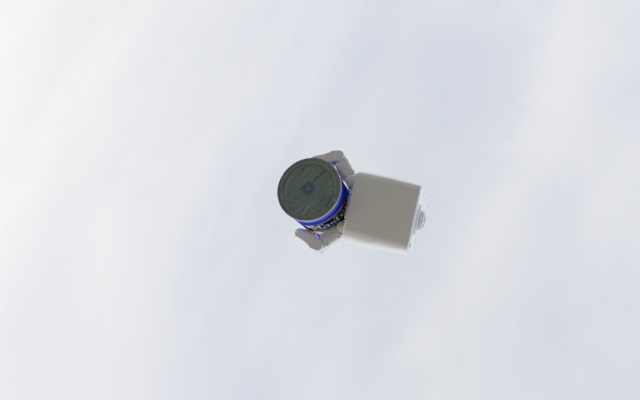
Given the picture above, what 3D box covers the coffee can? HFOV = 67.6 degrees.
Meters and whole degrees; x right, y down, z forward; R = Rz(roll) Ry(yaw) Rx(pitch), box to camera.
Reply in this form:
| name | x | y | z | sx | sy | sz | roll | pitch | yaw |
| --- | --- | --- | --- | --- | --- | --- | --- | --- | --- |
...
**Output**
| name | x | y | z | sx | sy | sz | roll | pitch | yaw |
| --- | --- | --- | --- | --- | --- | --- | --- | --- | --- |
| coffee can | 0.000 | 0.003 | 0.792 | 0.103 | 0.102 | 0.140 | 0 | -17 | 17 |
